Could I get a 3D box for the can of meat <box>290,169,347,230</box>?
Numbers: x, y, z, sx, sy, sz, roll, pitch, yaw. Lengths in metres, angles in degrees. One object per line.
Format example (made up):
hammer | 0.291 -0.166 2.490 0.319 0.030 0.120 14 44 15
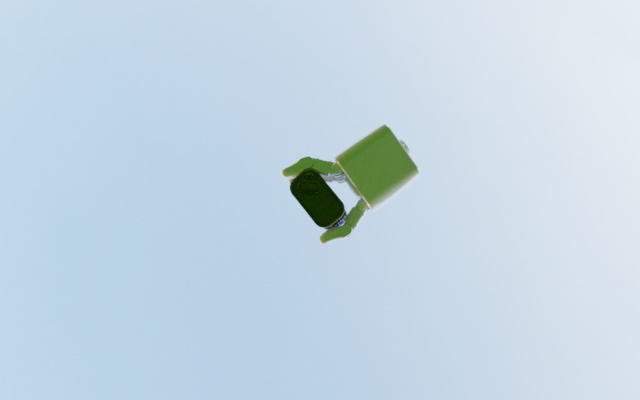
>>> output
can of meat | 0.000 0.003 0.827 0.057 0.102 0.084 -39 -13 1
